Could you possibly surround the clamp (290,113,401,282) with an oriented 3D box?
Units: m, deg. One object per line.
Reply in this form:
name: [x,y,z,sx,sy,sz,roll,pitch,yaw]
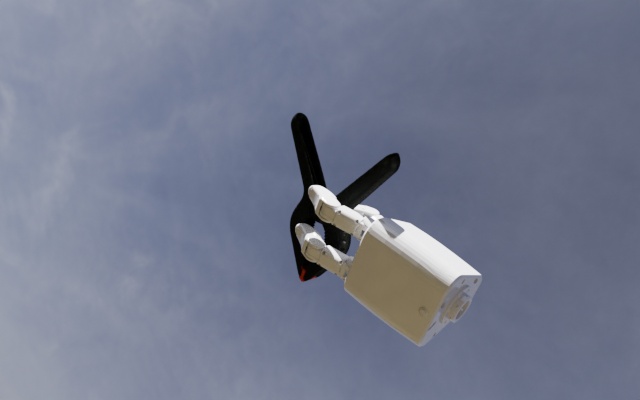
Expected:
clamp: [0.001,0.002,0.598,0.036,0.210,0.164,-9,37,-46]
